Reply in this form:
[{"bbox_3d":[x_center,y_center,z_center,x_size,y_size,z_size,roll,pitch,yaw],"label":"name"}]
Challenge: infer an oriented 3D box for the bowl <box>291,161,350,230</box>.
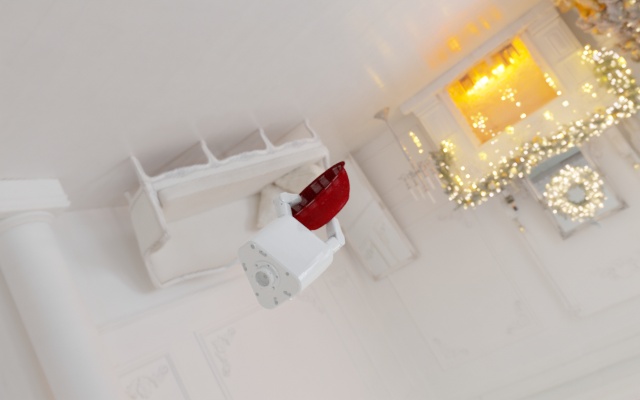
[{"bbox_3d":[0.001,0.002,0.857,0.162,0.055,0.162,-41,11,10],"label":"bowl"}]
